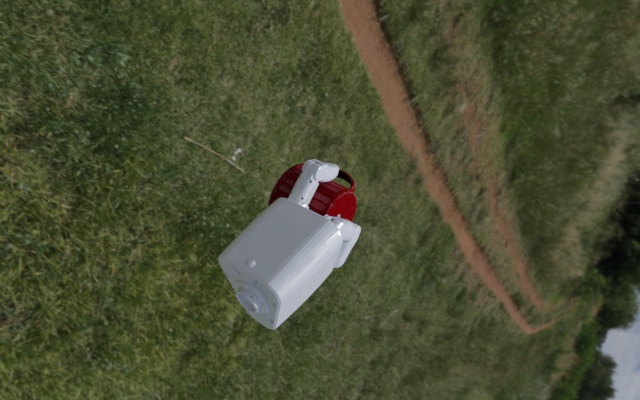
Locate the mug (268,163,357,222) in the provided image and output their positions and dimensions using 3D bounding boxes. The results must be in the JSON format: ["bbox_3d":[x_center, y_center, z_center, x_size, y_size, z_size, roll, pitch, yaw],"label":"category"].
[{"bbox_3d":[0.001,0.001,0.626,0.081,0.093,0.117,26,55,29],"label":"mug"}]
